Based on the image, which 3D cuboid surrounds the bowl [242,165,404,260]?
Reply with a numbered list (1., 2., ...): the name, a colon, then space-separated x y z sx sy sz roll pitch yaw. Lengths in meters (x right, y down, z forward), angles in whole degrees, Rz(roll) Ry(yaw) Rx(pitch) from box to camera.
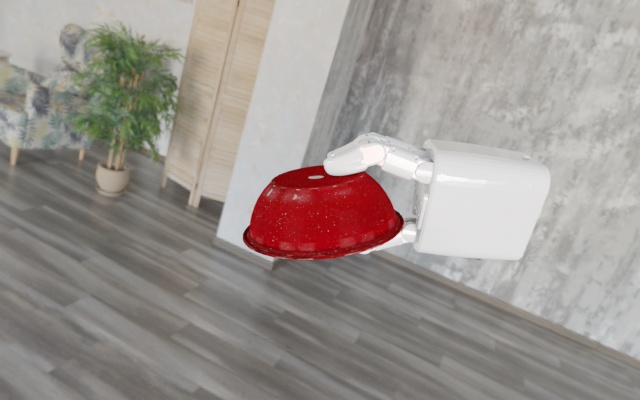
1. bowl: -0.001 0.001 0.471 0.162 0.055 0.162 -6 17 2
